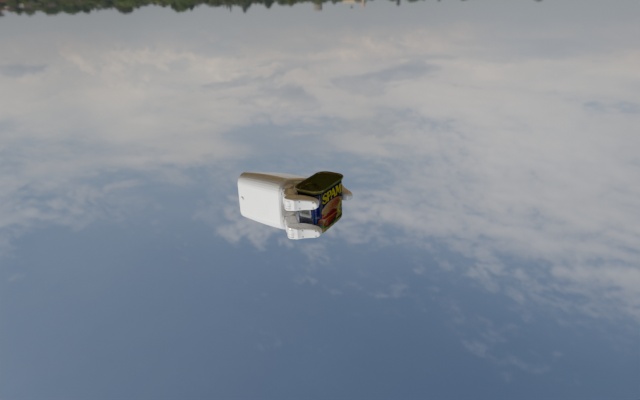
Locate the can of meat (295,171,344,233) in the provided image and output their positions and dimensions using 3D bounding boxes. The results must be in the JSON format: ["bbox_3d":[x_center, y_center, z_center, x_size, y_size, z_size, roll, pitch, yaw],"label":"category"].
[{"bbox_3d":[0.000,0.003,0.873,0.057,0.084,0.102,11,27,28],"label":"can of meat"}]
